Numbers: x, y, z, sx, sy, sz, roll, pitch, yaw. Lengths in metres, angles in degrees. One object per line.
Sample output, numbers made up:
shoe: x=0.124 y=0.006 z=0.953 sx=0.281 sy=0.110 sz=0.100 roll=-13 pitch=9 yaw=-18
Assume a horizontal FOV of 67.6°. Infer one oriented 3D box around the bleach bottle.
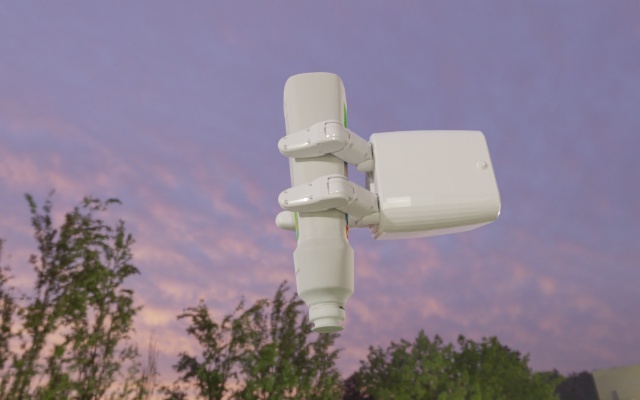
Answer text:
bleach bottle: x=0.000 y=0.001 z=0.468 sx=0.068 sy=0.250 sz=0.103 roll=-3 pitch=-26 yaw=0
